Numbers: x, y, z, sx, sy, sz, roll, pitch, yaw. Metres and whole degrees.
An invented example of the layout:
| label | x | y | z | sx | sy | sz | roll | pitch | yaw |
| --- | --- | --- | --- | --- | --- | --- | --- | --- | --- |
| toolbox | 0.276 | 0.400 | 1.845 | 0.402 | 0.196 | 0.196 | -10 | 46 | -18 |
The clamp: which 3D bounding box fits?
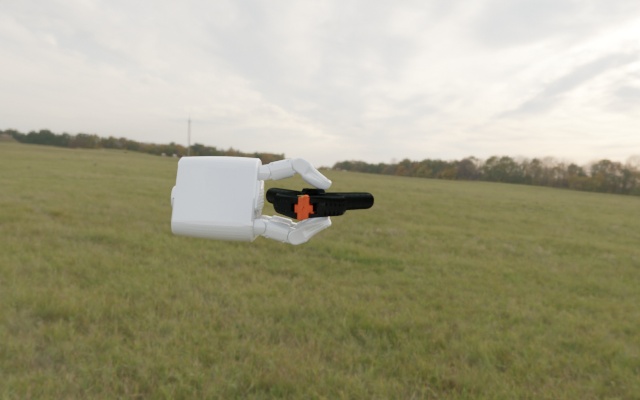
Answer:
| label | x | y | z | sx | sy | sz | roll | pitch | yaw |
| --- | --- | --- | --- | --- | --- | --- | --- | --- | --- |
| clamp | 0.000 | 0.001 | 0.643 | 0.164 | 0.036 | 0.210 | 2 | 4 | -1 |
